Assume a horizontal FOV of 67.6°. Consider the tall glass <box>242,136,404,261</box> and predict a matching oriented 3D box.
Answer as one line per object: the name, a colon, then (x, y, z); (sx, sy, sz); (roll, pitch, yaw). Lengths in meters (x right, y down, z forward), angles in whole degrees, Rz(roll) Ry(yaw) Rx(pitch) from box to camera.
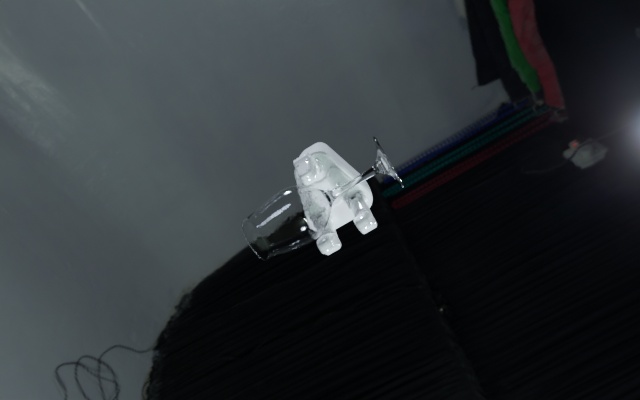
tall glass: (0.001, 0.002, 0.605); (0.201, 0.079, 0.079); (-30, -5, 9)
